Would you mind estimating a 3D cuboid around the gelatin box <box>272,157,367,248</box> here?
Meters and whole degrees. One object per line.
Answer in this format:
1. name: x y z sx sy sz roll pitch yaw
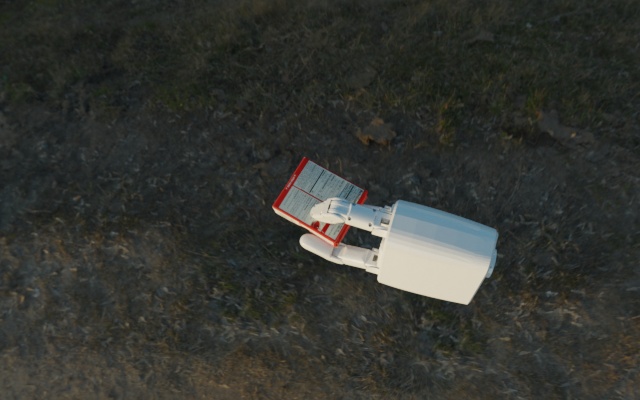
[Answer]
1. gelatin box: 0.000 0.002 0.564 0.089 0.073 0.030 29 -13 10
